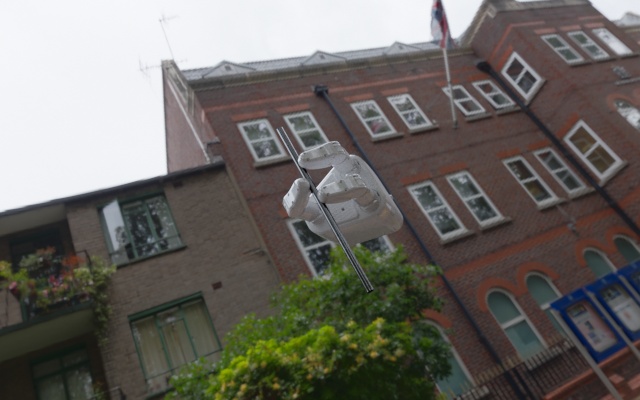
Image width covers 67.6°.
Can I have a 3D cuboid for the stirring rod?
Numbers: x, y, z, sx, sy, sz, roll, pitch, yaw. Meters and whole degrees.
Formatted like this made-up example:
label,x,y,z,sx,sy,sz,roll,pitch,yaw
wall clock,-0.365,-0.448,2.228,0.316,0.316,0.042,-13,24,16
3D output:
label,x,y,z,sx,sy,sz,roll,pitch,yaw
stirring rod,0.000,0.002,0.554,0.011,0.239,0.011,-22,-28,-13
